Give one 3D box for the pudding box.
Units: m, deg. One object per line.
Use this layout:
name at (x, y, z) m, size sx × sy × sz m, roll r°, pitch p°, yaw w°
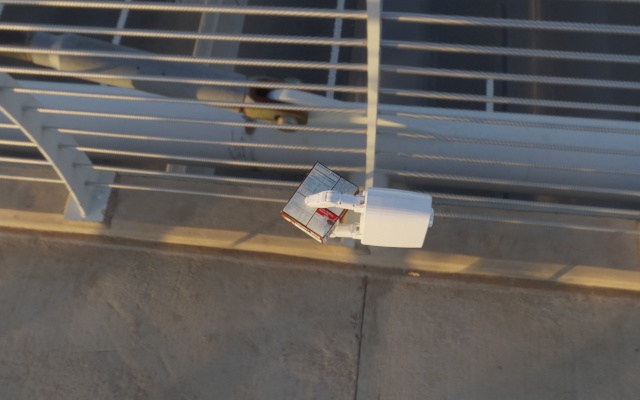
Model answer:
pudding box at (0.000, 0.003, 0.814) m, size 0.090 × 0.113 × 0.039 m, roll 33°, pitch -14°, yaw 12°
